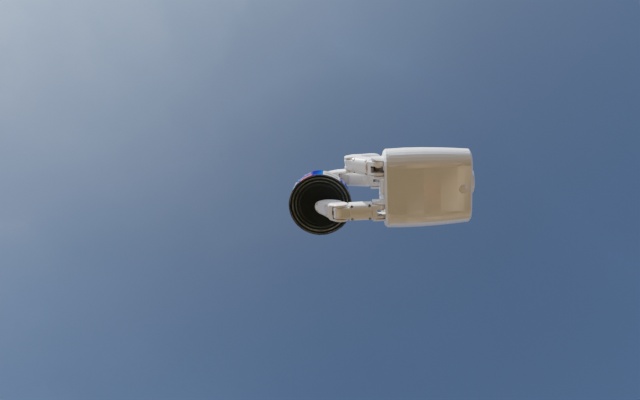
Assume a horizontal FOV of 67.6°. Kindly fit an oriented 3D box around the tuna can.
[{"bbox_3d":[0.000,0.002,0.662,0.086,0.086,0.033,0,16,2],"label":"tuna can"}]
